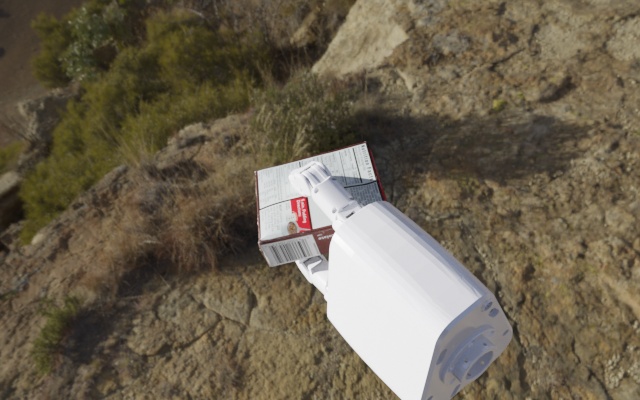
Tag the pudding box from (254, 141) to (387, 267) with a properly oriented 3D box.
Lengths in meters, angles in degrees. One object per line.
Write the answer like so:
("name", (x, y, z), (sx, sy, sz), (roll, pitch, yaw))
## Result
("pudding box", (0.000, 0.001, 0.425), (0.113, 0.090, 0.039), (-13, -42, 4))
